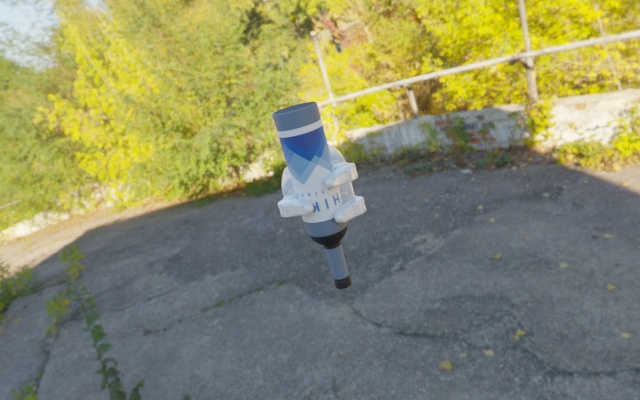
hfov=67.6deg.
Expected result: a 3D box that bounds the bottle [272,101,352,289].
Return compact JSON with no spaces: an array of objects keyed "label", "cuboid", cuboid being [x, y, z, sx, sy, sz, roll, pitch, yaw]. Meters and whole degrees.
[{"label":"bottle","cuboid":[0.000,0.002,0.727,0.069,0.296,0.069,-14,19,5]}]
